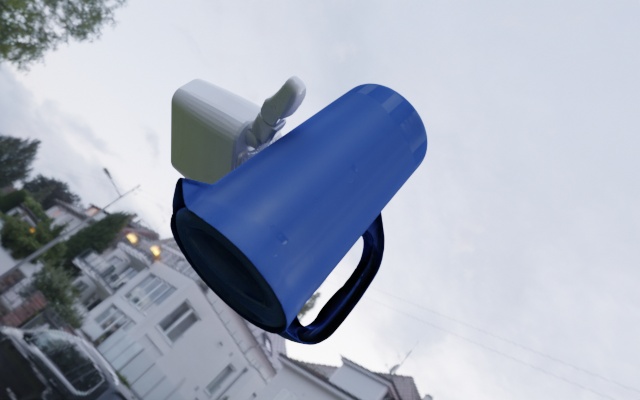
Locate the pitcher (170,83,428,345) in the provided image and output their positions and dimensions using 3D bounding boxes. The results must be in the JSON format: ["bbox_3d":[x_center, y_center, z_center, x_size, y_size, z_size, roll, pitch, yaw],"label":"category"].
[{"bbox_3d":[0.000,0.001,0.447,0.145,0.149,0.242,30,56,26],"label":"pitcher"}]
